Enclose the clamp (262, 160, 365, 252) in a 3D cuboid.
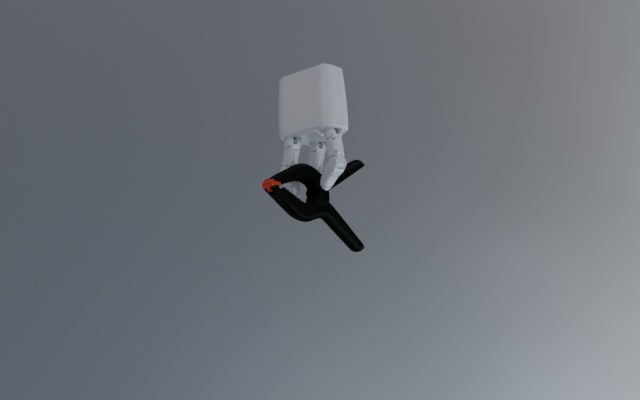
[{"bbox_3d":[0.000,0.002,0.782,0.210,0.164,0.036,5,-14,-40],"label":"clamp"}]
